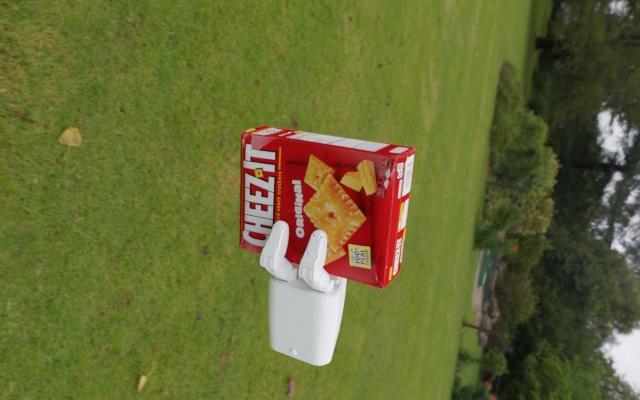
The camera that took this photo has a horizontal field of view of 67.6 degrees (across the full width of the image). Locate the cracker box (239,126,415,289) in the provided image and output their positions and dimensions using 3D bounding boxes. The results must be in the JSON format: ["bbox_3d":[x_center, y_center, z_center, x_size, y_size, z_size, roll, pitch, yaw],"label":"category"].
[{"bbox_3d":[0.000,0.002,0.605,0.213,0.164,0.072,12,19,25],"label":"cracker box"}]
